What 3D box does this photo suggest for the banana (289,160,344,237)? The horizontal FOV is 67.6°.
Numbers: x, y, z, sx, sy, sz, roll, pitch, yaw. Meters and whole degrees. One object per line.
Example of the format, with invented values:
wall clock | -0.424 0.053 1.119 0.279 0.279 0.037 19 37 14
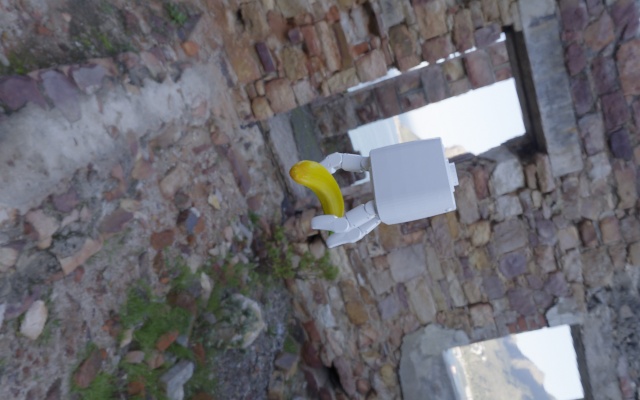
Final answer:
banana | 0.002 -0.012 0.708 0.037 0.069 0.198 -7 -34 18
